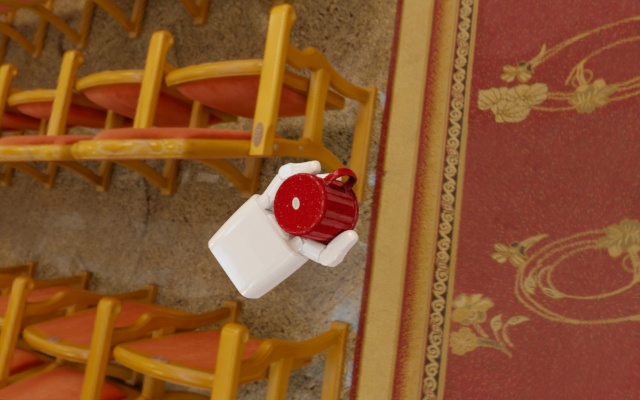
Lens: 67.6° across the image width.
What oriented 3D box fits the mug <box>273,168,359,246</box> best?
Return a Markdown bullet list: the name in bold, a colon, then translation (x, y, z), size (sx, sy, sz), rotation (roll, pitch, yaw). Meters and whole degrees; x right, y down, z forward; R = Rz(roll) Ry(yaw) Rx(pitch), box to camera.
- **mug**: translation (0.001, 0.001, 0.626), size (0.117, 0.093, 0.081), rotation (-43, -28, 18)
